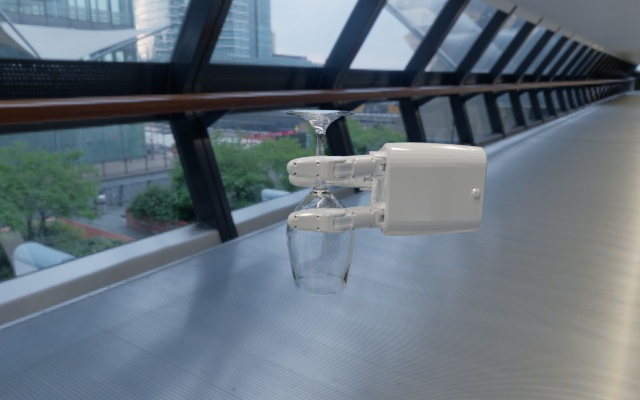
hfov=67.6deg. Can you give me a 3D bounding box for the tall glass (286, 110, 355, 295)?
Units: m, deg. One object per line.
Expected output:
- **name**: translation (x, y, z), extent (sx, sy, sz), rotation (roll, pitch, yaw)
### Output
- **tall glass**: translation (0.000, 0.001, 0.537), extent (0.079, 0.201, 0.079), rotation (0, 13, 0)
